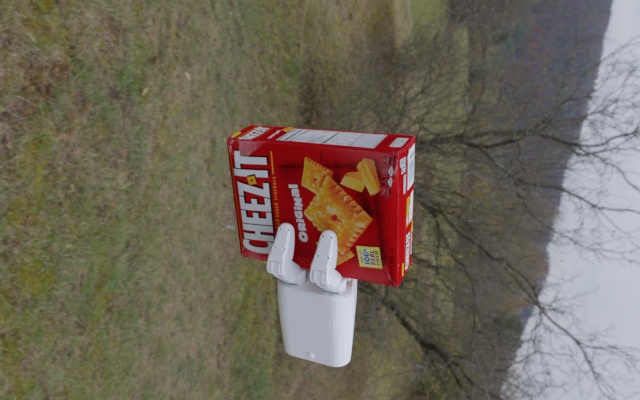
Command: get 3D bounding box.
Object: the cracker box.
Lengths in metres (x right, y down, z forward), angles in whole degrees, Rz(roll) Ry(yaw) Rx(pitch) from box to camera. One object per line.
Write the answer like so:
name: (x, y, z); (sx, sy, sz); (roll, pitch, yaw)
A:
cracker box: (0.000, 0.002, 0.573); (0.213, 0.164, 0.072); (7, 25, 23)
